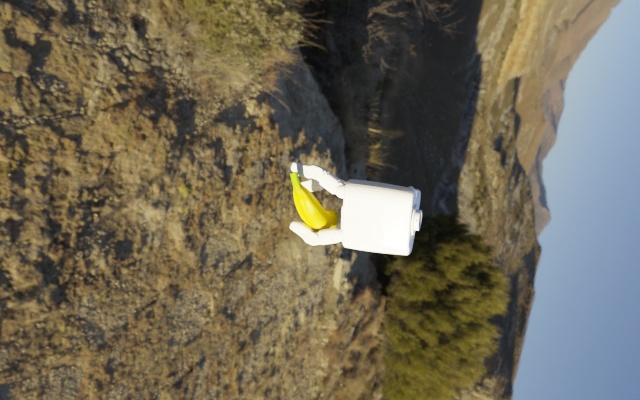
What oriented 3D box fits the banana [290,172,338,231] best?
[{"bbox_3d":[-0.002,0.019,0.817,0.037,0.069,0.198,-3,-22,19],"label":"banana"}]
